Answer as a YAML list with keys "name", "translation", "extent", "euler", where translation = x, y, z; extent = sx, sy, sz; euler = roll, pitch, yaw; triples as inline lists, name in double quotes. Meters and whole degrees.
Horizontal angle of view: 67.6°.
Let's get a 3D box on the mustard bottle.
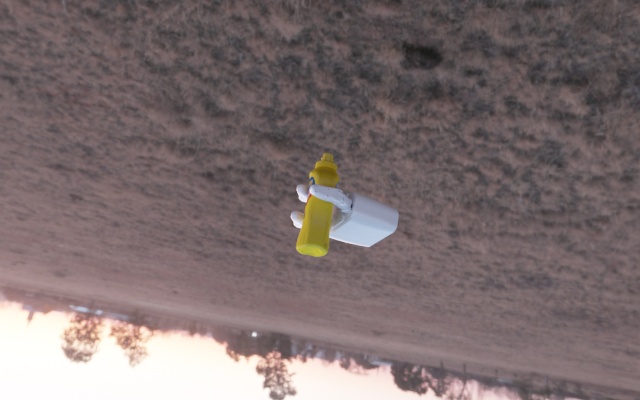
- name: "mustard bottle"
  translation: [0.000, 0.003, 0.885]
  extent: [0.058, 0.191, 0.096]
  euler: [11, -17, -3]
